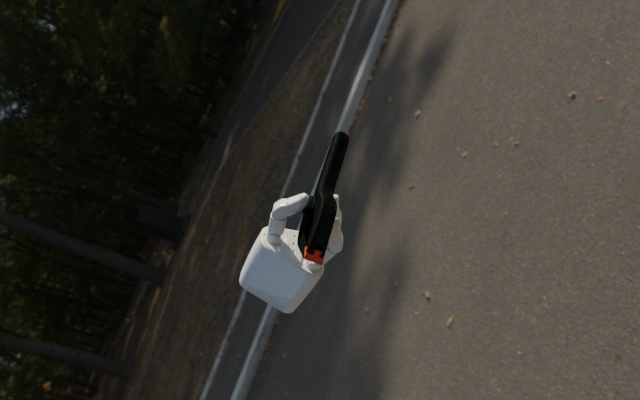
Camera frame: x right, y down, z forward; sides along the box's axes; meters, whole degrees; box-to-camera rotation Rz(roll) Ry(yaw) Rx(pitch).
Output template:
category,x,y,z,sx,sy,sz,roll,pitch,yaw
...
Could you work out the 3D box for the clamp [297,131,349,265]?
category,x,y,z,sx,sy,sz,roll,pitch,yaw
clamp,-0.001,0.003,0.708,0.036,0.165,0.209,21,33,-14
